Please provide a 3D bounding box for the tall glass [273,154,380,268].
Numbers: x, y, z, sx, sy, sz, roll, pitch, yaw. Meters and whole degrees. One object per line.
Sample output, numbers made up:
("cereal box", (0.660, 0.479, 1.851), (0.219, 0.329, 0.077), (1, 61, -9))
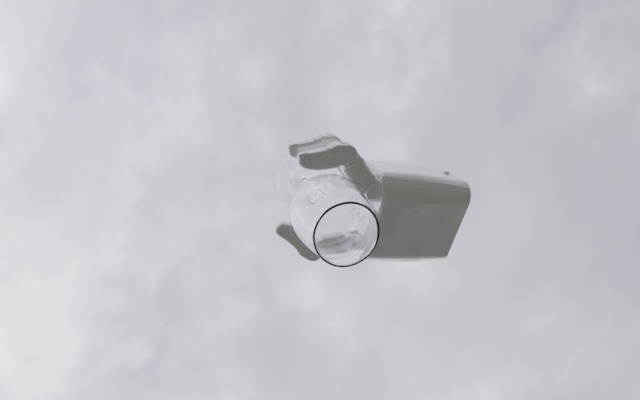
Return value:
("tall glass", (0.000, 0.002, 0.510), (0.079, 0.079, 0.201), (0, 17, -14))
